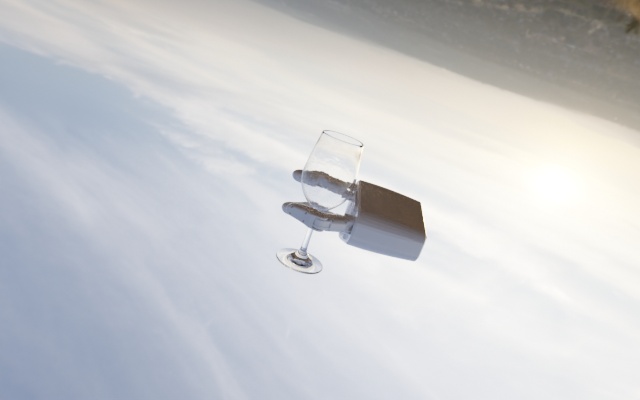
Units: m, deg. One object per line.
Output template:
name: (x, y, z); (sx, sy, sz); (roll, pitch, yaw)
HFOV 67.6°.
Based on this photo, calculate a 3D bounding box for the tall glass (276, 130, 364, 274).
tall glass: (0.000, 0.003, 0.693); (0.079, 0.201, 0.079); (17, 17, -6)
